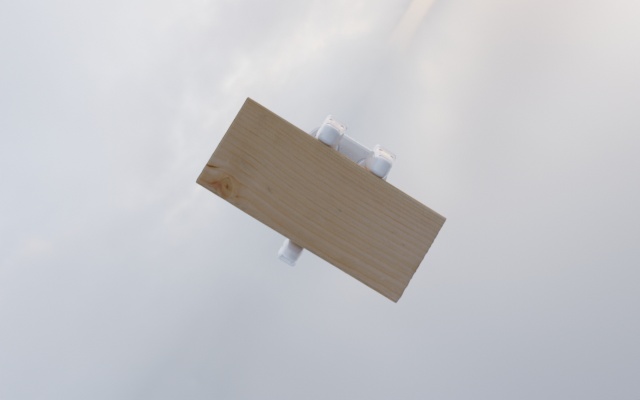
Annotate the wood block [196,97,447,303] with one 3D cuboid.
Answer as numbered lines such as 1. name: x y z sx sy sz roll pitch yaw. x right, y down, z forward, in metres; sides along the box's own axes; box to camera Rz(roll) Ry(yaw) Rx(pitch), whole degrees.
1. wood block: 0.000 0.002 0.460 0.206 0.091 0.090 31 -3 -2
